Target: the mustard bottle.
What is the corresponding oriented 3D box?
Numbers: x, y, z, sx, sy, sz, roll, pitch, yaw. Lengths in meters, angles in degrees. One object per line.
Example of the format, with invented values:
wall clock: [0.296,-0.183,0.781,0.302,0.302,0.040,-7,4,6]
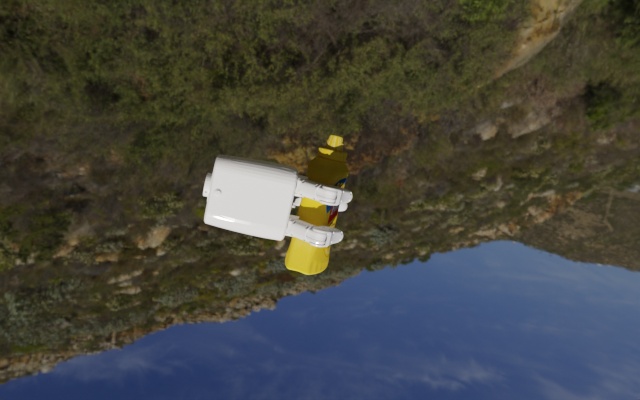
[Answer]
mustard bottle: [0.000,0.003,0.674,0.058,0.191,0.096,15,8,15]
